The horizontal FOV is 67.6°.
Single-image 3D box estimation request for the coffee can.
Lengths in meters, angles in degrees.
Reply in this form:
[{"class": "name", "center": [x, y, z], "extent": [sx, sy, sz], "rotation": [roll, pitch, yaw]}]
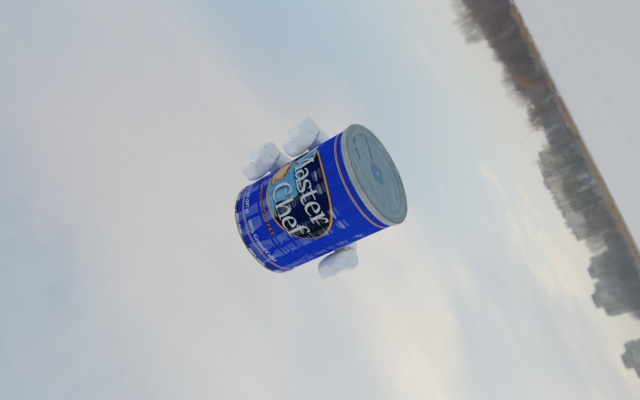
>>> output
[{"class": "coffee can", "center": [0.000, 0.002, 0.477], "extent": [0.140, 0.102, 0.103], "rotation": [-27, -14, 29]}]
